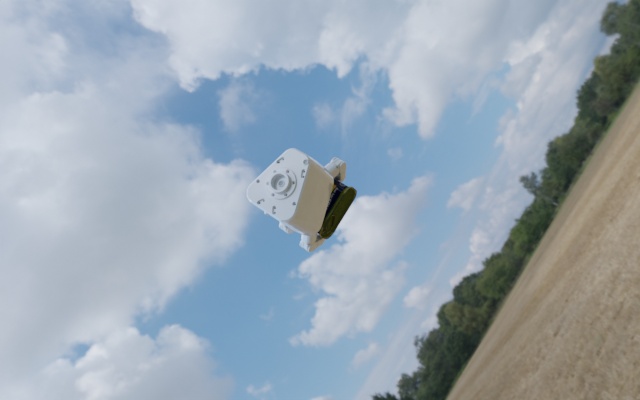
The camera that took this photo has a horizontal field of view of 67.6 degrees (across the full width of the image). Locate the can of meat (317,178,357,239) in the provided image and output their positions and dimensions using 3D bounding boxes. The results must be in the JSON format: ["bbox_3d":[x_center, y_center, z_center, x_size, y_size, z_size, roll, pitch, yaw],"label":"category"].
[{"bbox_3d":[0.000,0.003,0.839,0.084,0.102,0.057,32,1,23],"label":"can of meat"}]
